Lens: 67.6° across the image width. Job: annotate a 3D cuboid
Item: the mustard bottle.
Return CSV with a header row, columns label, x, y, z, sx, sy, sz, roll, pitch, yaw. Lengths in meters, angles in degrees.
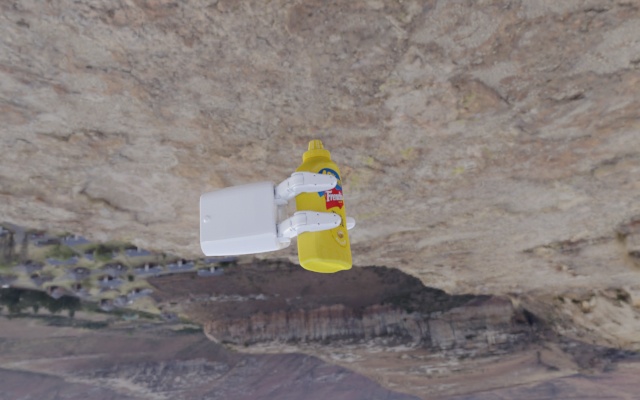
label,x,y,z,sx,sy,sz,roll,pitch,yaw
mustard bottle,0.000,0.002,0.682,0.058,0.191,0.096,-17,-23,29
